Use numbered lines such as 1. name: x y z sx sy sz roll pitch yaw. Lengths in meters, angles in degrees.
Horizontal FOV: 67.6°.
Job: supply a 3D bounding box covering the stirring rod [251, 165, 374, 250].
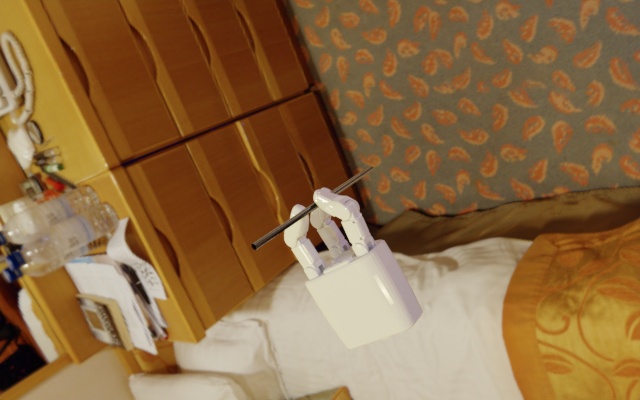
1. stirring rod: 0.000 0.002 0.603 0.011 0.011 0.239 0 24 41
